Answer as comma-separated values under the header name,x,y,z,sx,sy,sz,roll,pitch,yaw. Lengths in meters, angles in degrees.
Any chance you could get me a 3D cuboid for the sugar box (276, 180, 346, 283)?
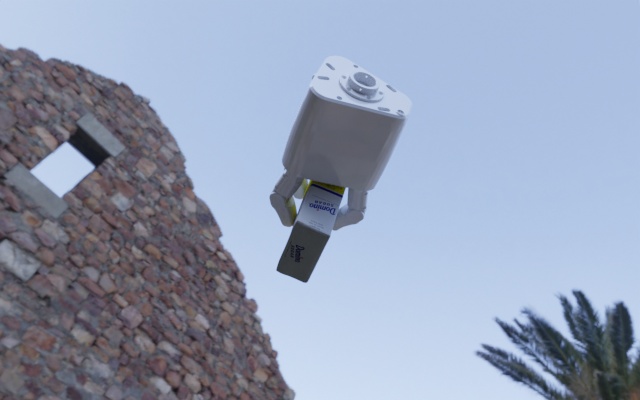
name,x,y,z,sx,sy,sz,roll,pitch,yaw
sugar box,0.000,0.002,0.577,0.048,0.093,0.176,24,44,0
